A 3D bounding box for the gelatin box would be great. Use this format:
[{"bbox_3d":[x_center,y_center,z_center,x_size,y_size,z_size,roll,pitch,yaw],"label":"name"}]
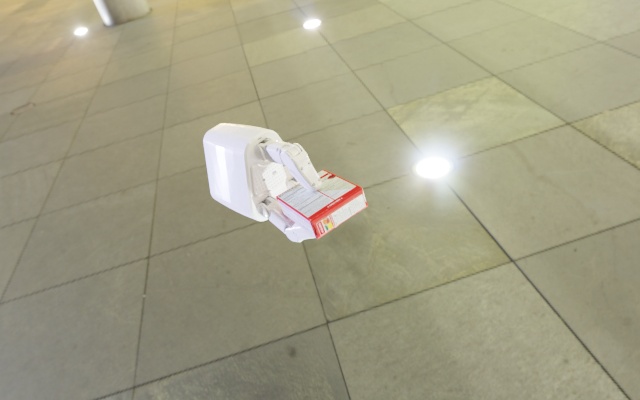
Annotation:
[{"bbox_3d":[0.000,0.002,0.562,0.073,0.030,0.089,-32,31,-19],"label":"gelatin box"}]
